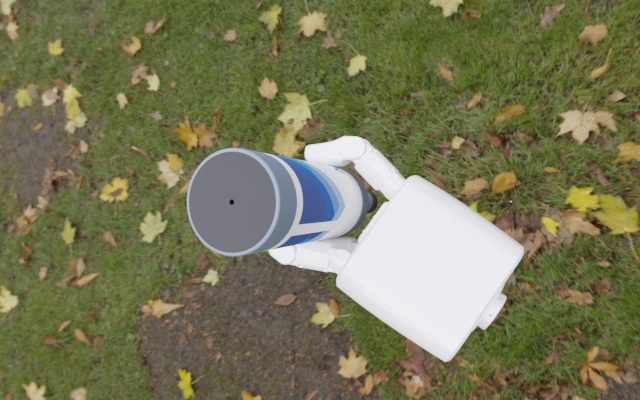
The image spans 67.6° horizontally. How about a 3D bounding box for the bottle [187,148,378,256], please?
[{"bbox_3d":[0.000,0.001,0.427,0.069,0.069,0.296,0,0,22],"label":"bottle"}]
